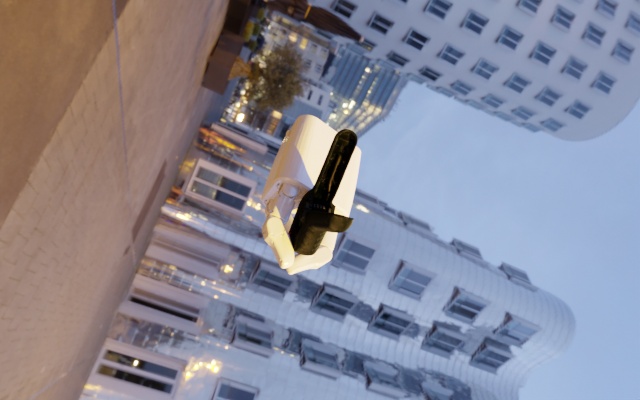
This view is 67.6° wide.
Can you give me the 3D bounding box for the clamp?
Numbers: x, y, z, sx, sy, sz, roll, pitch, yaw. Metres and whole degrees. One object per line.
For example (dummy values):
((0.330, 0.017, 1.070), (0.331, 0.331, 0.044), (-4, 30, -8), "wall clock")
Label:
((0.001, 0.002, 0.534), (0.039, 0.120, 0.171), (22, -28, -14), "clamp")
